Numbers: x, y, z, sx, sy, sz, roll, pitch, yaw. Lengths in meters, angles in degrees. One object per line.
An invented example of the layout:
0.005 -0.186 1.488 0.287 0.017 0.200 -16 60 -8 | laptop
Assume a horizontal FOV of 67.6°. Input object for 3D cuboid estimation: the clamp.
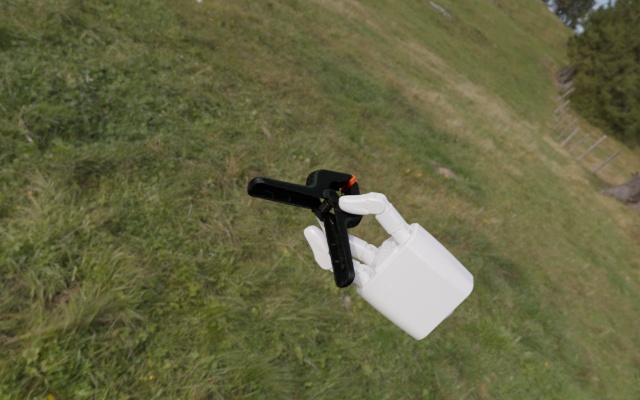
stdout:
0.001 0.001 0.621 0.036 0.164 0.210 -43 7 29 | clamp
